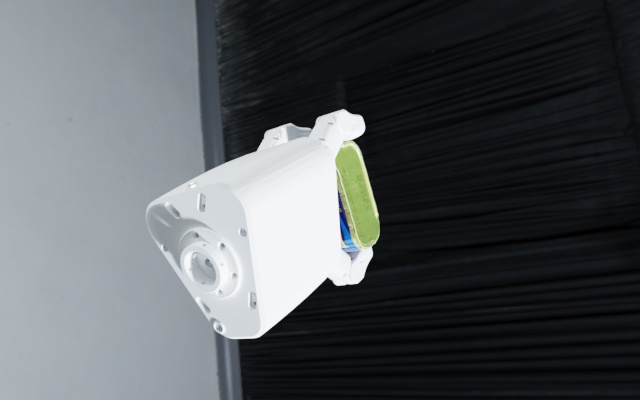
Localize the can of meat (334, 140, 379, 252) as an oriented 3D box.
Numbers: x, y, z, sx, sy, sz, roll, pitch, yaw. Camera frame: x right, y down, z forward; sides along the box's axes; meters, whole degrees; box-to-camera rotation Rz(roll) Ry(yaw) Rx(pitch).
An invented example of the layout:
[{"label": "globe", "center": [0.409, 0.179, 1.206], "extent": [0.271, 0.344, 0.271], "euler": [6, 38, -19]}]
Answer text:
[{"label": "can of meat", "center": [0.000, 0.001, 0.441], "extent": [0.084, 0.102, 0.057], "euler": [-12, 9, 33]}]
